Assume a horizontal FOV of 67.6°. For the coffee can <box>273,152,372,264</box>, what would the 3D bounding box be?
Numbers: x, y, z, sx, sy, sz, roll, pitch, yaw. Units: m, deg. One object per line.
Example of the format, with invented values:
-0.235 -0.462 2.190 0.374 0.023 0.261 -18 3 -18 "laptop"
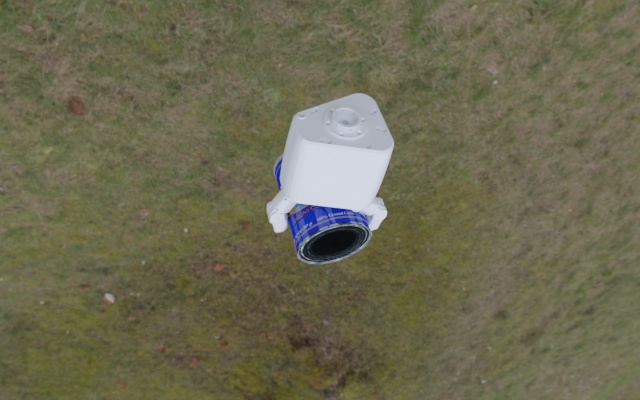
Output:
0.000 0.002 0.660 0.103 0.140 0.103 -13 -32 -8 "coffee can"
